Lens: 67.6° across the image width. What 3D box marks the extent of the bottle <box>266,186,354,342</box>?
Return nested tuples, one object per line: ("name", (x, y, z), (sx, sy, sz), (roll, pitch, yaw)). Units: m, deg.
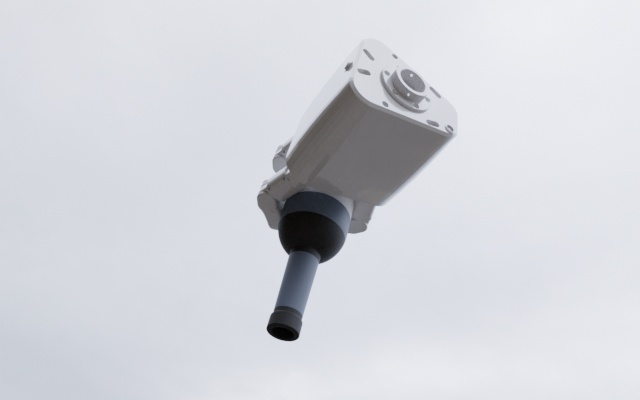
("bottle", (0.000, 0.001, 0.479), (0.069, 0.295, 0.069), (9, -43, 8))
